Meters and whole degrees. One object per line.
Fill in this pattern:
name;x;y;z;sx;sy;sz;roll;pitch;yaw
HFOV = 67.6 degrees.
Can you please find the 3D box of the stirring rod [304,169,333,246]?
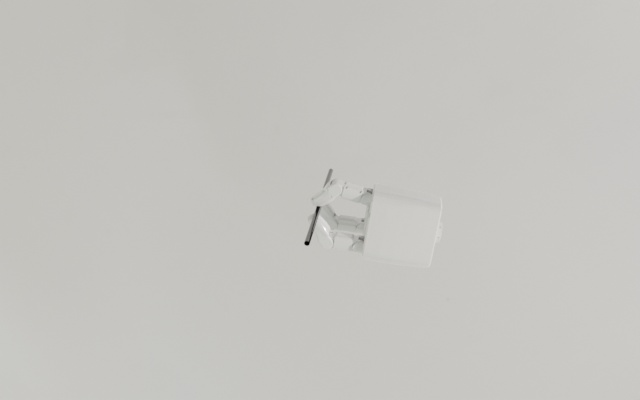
stirring rod;0.000;0.002;0.762;0.011;0.011;0.239;0;28;10
